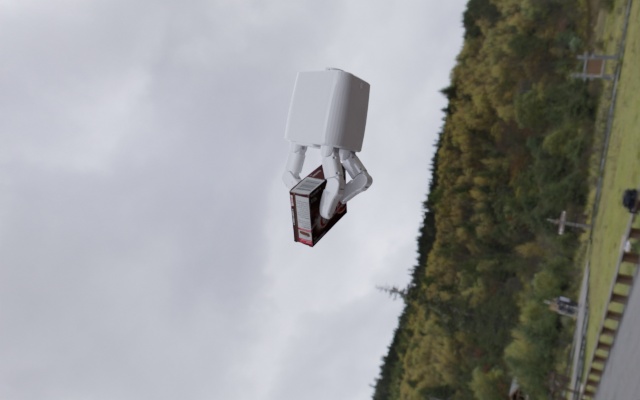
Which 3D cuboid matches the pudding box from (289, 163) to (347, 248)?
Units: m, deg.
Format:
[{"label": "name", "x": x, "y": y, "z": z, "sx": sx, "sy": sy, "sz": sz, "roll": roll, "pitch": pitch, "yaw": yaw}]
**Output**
[{"label": "pudding box", "x": 0.000, "y": 0.002, "z": 0.718, "sx": 0.039, "sy": 0.090, "sz": 0.113, "roll": 14, "pitch": 34, "yaw": 30}]
